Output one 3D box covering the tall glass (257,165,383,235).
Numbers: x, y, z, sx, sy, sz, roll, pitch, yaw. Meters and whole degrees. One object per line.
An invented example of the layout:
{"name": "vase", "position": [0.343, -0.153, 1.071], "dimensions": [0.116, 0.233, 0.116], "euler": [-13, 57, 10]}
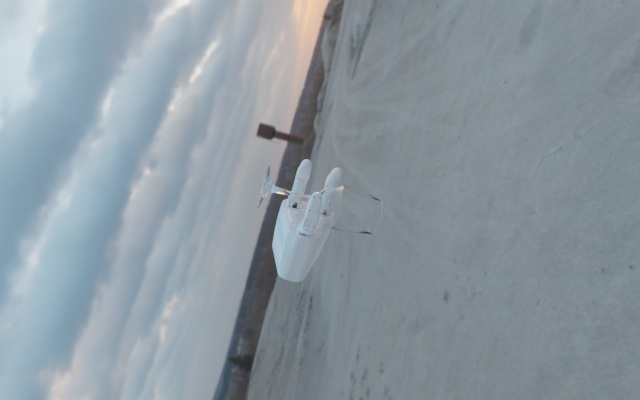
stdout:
{"name": "tall glass", "position": [-0.001, 0.002, 0.804], "dimensions": [0.201, 0.079, 0.079], "euler": [15, -2, -5]}
